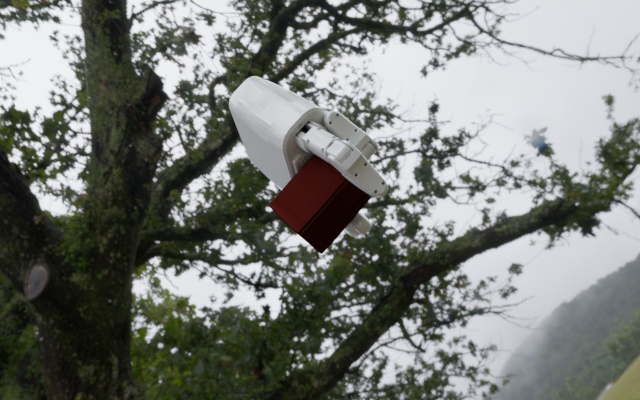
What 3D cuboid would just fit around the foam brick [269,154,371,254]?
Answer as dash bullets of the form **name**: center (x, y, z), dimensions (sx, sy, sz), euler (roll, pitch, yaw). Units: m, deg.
- **foam brick**: center (0.000, 0.002, 0.461), dimensions (0.051, 0.078, 0.053), euler (37, -8, 35)
